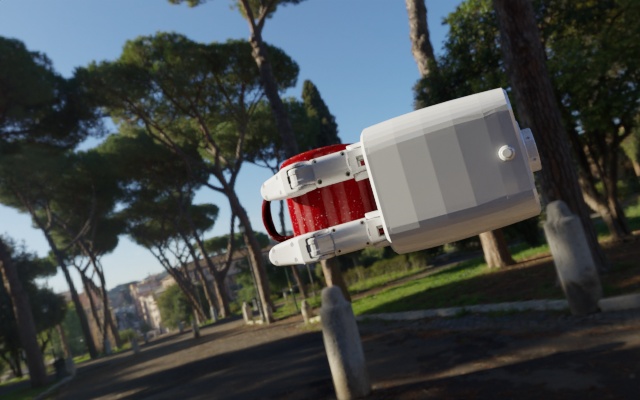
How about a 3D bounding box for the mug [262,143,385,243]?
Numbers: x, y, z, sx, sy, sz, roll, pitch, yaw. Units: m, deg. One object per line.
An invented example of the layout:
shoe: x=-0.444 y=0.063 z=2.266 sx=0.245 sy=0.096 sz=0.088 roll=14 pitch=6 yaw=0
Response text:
mug: x=-0.001 y=0.002 z=0.433 sx=0.117 sy=0.081 sz=0.093 roll=-16 pitch=-6 yaw=20
